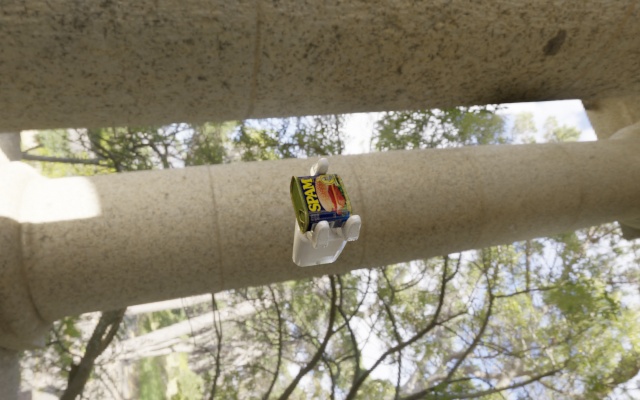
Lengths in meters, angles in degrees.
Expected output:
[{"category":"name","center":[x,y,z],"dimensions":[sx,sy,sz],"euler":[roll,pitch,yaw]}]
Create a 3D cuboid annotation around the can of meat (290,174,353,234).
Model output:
[{"category":"can of meat","center":[0.000,0.003,0.821],"dimensions":[0.084,0.102,0.057],"euler":[-6,-35,-17]}]
